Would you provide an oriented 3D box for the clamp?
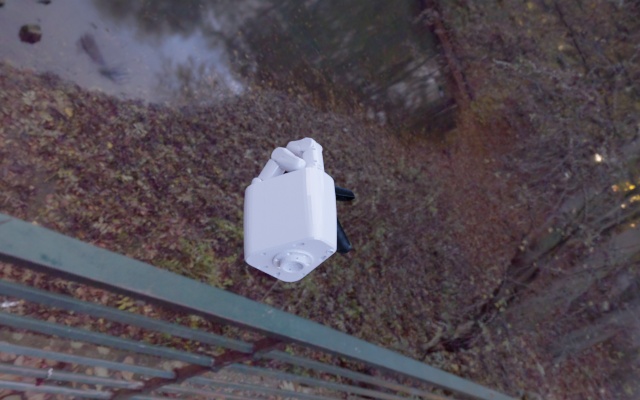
[{"bbox_3d":[0.001,0.002,0.713,0.039,0.120,0.171,-28,-43,28],"label":"clamp"}]
